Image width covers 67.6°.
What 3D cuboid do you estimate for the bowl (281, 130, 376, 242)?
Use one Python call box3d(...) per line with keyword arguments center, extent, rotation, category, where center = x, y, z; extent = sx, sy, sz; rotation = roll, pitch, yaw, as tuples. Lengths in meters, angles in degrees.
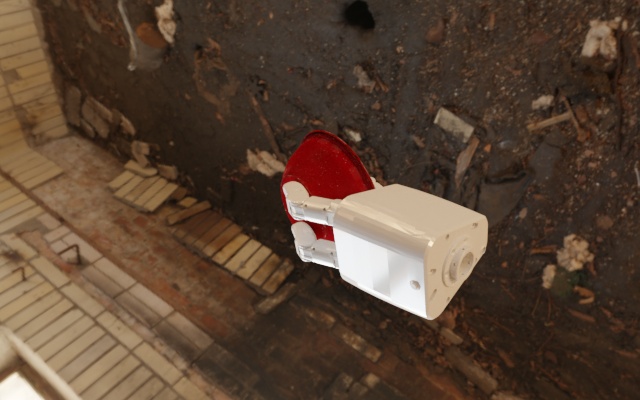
box3d(center=(-0.001, 0.002, 0.566), extent=(0.055, 0.162, 0.162), rotation=(-26, 12, -26), category="bowl")
